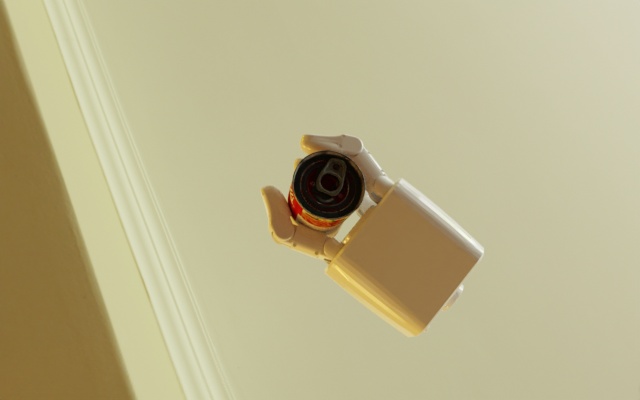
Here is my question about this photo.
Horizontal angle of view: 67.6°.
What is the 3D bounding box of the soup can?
[{"bbox_3d":[0.000,0.001,0.479,0.068,0.068,0.102,0,-19,-10],"label":"soup can"}]
